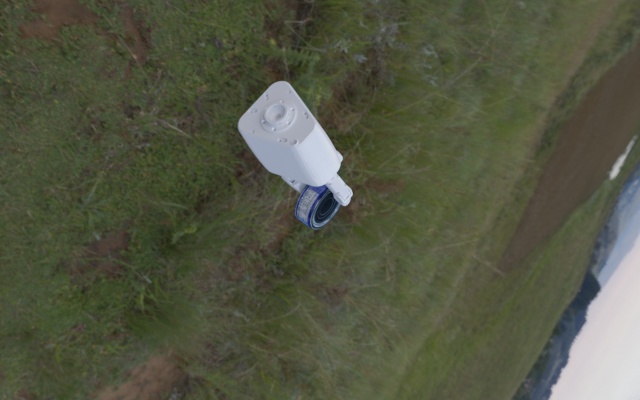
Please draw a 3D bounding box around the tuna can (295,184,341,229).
[{"bbox_3d":[0.001,0.003,0.754,0.033,0.086,0.086,35,16,25],"label":"tuna can"}]
